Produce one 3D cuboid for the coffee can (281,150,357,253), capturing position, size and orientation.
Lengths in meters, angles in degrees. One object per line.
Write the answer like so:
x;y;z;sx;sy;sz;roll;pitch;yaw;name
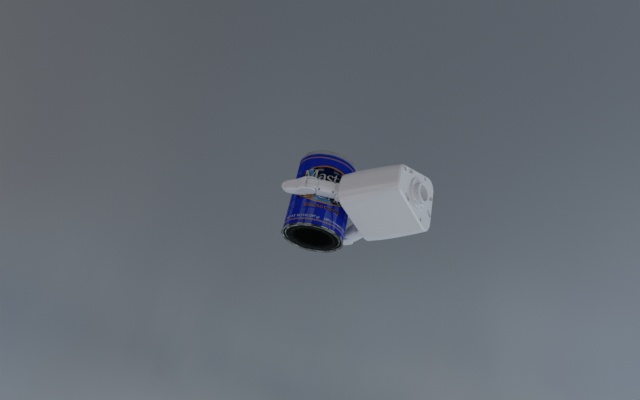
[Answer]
0.000;0.002;0.801;0.103;0.140;0.103;10;-28;6;coffee can
